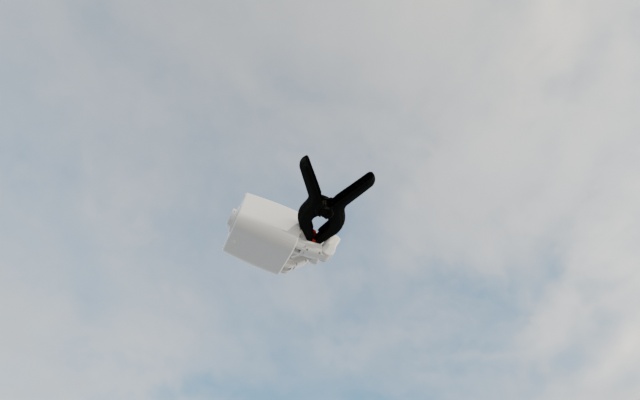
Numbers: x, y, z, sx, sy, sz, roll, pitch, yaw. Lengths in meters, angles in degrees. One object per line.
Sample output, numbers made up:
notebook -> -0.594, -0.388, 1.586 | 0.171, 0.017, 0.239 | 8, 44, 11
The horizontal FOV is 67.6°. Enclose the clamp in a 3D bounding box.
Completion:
clamp -> 0.000, 0.002, 0.777 | 0.120, 0.171, 0.039 | 24, 31, -7
